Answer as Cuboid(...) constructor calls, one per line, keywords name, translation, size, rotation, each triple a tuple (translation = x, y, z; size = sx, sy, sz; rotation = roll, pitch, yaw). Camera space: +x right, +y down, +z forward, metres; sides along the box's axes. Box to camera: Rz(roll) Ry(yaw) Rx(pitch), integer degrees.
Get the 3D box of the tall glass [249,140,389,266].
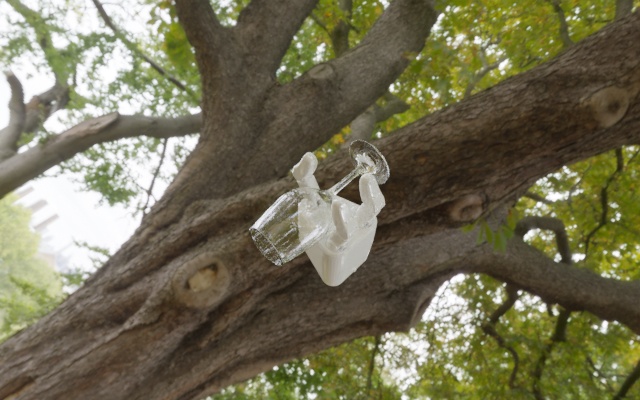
Cuboid(name="tall glass", translation=(0.001, 0.002, 0.643), size=(0.201, 0.079, 0.079), rotation=(-39, 19, -25))
